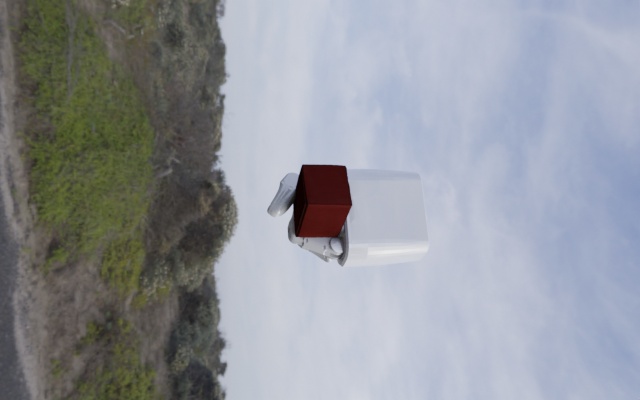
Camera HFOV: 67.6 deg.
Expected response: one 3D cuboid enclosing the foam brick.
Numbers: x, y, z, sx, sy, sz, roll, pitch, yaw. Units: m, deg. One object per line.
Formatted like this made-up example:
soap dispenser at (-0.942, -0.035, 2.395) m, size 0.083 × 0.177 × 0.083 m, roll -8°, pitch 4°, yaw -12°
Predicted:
foam brick at (0.000, 0.002, 0.537) m, size 0.051 × 0.053 × 0.078 m, roll 1°, pitch -31°, yaw -11°
